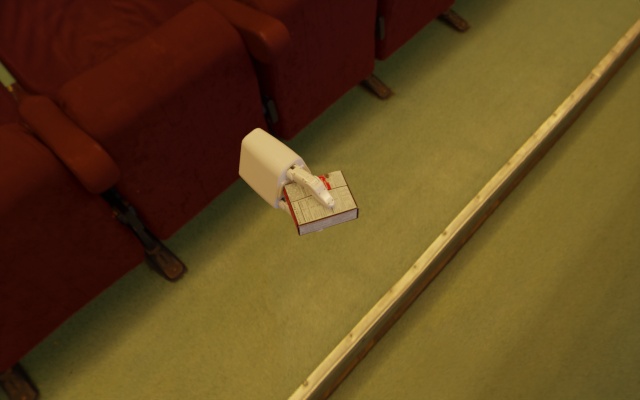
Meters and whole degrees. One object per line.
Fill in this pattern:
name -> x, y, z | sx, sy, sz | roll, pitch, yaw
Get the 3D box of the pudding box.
pudding box -> 0.000, 0.003, 0.839 | 0.113, 0.090, 0.039 | -17, -30, -8
